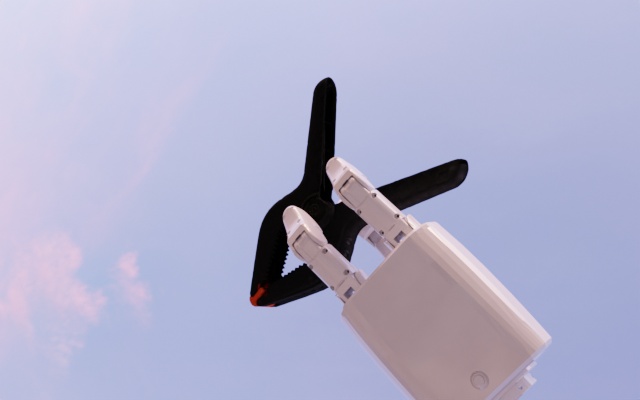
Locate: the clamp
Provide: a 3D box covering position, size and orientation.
[{"bbox_3d":[0.000,0.002,0.419,0.164,0.210,0.036,48,13,31],"label":"clamp"}]
